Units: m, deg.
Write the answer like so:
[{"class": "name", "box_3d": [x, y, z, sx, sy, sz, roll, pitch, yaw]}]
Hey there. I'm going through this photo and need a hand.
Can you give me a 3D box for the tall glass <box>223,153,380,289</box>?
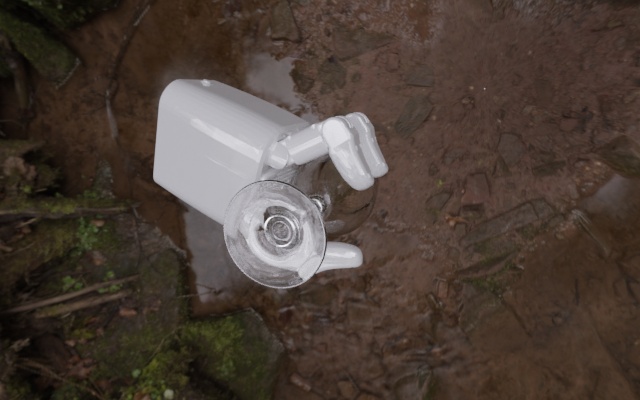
[{"class": "tall glass", "box_3d": [0.000, 0.002, 0.404, 0.079, 0.079, 0.201, 0, 12, 19]}]
